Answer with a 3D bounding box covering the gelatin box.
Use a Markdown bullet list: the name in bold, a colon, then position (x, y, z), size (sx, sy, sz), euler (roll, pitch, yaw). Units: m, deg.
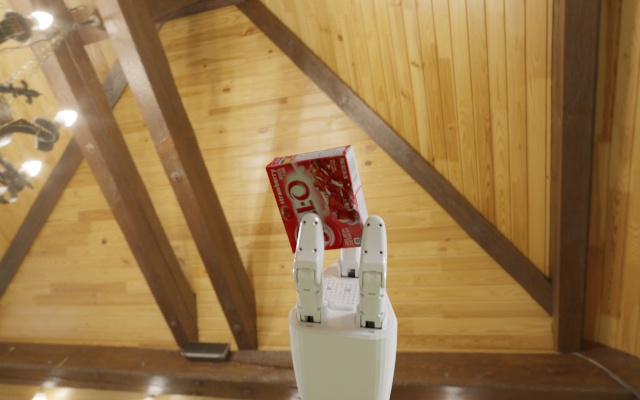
- **gelatin box**: position (0.000, 0.001, 0.422), size (0.073, 0.089, 0.030), euler (-7, 23, 19)
